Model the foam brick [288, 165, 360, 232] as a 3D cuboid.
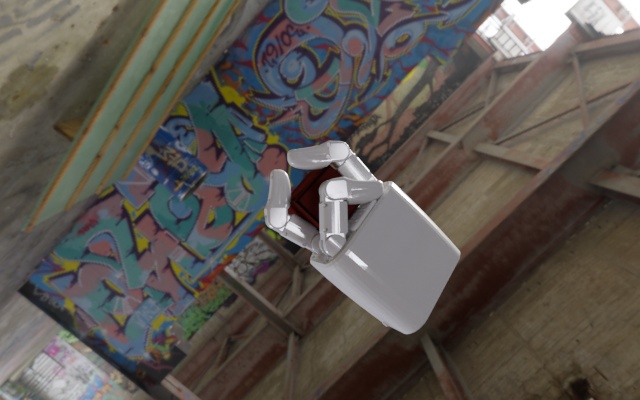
[{"bbox_3d":[0.000,0.002,0.497,0.051,0.053,0.078,42,-12,-9],"label":"foam brick"}]
